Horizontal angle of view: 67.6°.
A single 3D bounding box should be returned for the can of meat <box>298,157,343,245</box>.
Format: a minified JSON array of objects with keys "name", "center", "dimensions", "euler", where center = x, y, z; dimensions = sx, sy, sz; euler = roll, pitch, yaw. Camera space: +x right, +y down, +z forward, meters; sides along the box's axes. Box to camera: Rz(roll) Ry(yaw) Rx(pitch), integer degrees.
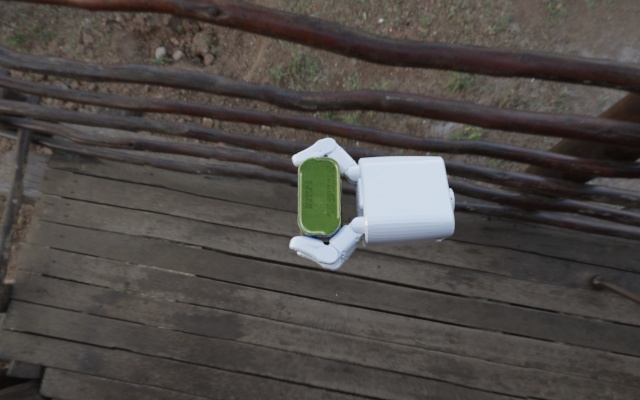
[{"name":"can of meat","center":[0.000,0.002,0.605],"dimensions":[0.057,0.102,0.084],"euler":[-1,-11,1]}]
